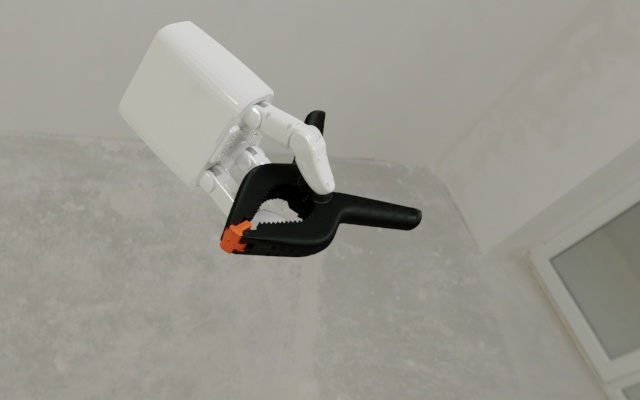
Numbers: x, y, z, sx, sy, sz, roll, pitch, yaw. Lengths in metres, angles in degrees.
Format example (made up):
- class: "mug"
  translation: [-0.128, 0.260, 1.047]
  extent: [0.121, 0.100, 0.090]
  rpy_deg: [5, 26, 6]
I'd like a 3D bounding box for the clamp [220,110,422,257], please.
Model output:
- class: "clamp"
  translation: [0.000, 0.001, 0.436]
  extent: [0.210, 0.164, 0.036]
  rpy_deg: [-39, -11, -48]
